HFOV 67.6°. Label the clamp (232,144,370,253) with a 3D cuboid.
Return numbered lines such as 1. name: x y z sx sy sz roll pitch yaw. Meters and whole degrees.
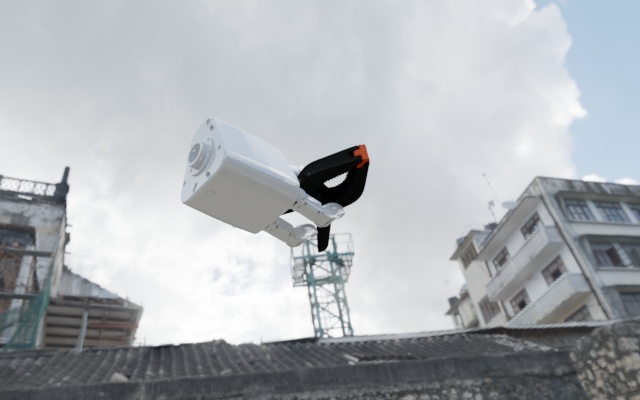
1. clamp: 0.000 0.001 0.655 0.164 0.036 0.210 26 -50 -38
